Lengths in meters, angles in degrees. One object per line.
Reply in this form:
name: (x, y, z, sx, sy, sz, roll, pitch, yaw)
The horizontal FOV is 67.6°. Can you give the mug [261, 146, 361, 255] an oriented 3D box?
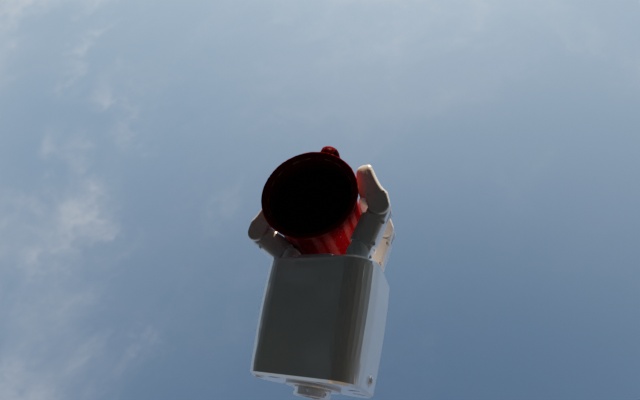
mug: (0.000, 0.000, 0.482, 0.093, 0.117, 0.081, 4, -27, 16)
